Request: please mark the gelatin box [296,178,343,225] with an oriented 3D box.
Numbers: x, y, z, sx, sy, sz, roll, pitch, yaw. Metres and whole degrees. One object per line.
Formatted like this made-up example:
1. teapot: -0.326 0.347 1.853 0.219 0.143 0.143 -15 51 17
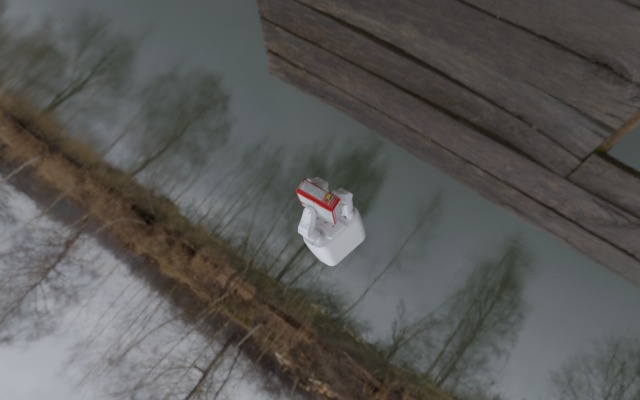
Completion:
1. gelatin box: 0.000 0.003 0.834 0.073 0.030 0.089 30 -12 14
